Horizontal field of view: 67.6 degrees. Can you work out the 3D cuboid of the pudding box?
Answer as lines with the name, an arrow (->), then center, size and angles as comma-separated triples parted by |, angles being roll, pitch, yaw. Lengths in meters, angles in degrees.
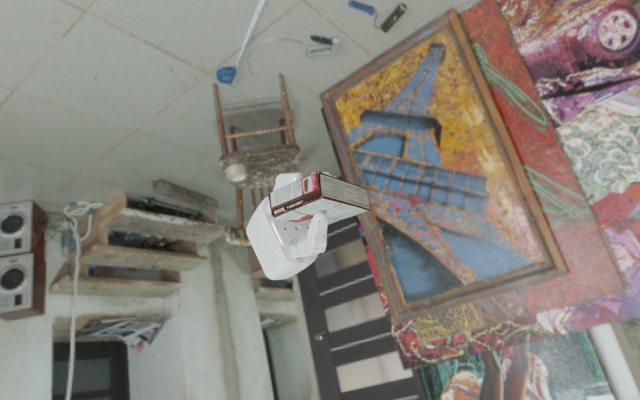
pudding box -> 0.000, 0.002, 0.648 | 0.090, 0.039, 0.113 | -23, -22, 33
